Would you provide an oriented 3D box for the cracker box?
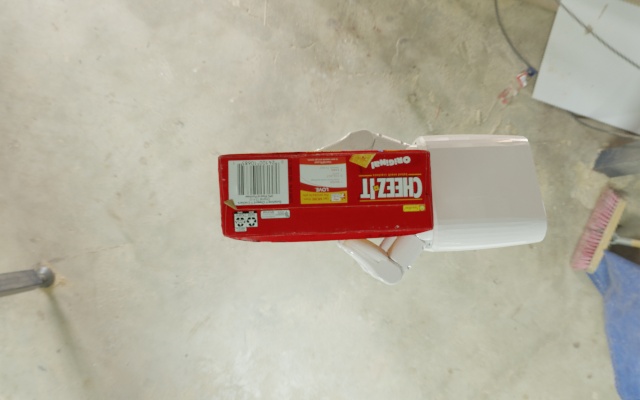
[{"bbox_3d":[0.000,0.001,0.463,0.164,0.072,0.214,-2,-3,-3],"label":"cracker box"}]
